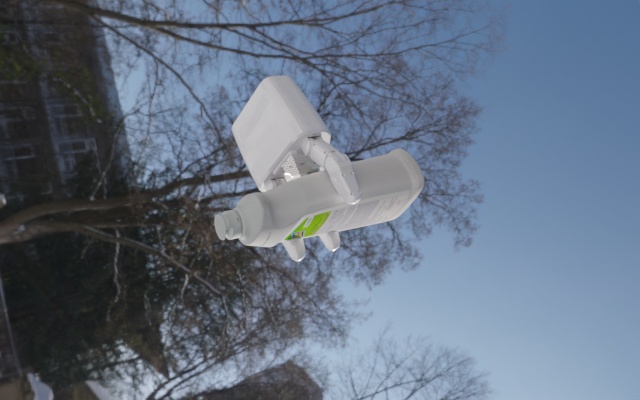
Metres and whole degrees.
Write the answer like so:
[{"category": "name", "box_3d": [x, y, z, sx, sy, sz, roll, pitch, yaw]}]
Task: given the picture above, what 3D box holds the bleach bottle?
[{"category": "bleach bottle", "box_3d": [0.000, 0.002, 0.564, 0.251, 0.068, 0.103, -11, -31, -33]}]
